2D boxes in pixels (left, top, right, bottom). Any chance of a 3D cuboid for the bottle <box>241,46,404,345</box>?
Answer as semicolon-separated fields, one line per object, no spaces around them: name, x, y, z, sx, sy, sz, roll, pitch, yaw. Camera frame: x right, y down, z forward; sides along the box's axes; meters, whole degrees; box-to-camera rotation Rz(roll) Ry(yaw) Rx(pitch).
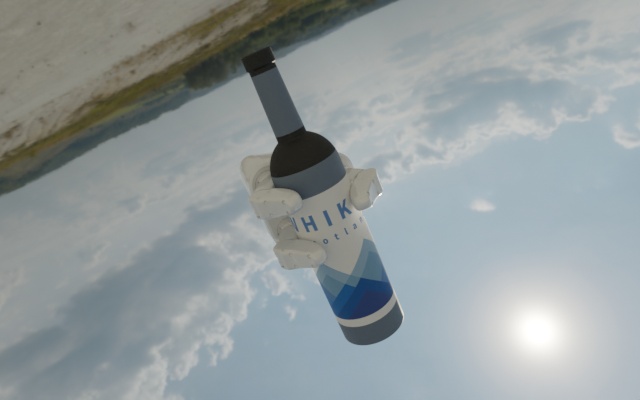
bottle;0.000;0.002;0.454;0.069;0.296;0.069;-21;19;7
